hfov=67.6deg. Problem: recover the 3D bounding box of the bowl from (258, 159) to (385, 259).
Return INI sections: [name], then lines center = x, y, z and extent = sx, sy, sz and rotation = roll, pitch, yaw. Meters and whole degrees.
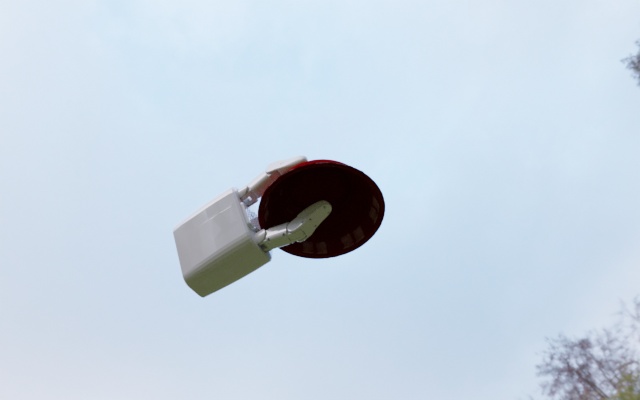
[bowl]
center = 0.001, 0.001, 0.622
extent = 0.162, 0.162, 0.055
rotation = 0, 40, -5
